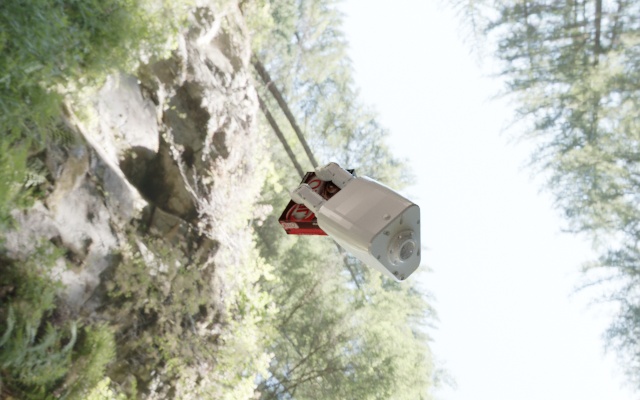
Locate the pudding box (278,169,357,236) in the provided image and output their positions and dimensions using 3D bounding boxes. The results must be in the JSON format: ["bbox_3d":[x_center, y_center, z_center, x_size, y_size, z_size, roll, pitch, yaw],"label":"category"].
[{"bbox_3d":[0.000,0.002,0.724,0.090,0.039,0.113,0,42,33],"label":"pudding box"}]
